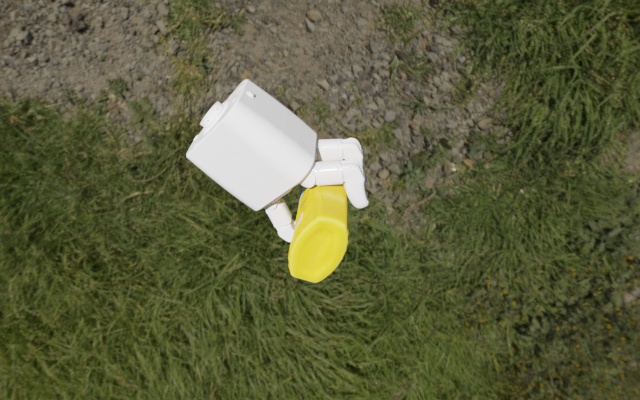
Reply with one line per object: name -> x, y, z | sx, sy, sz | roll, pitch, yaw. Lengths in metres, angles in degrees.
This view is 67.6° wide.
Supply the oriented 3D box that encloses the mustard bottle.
mustard bottle -> 0.000, 0.002, 0.583 | 0.058, 0.096, 0.191 | 16, 34, -9
